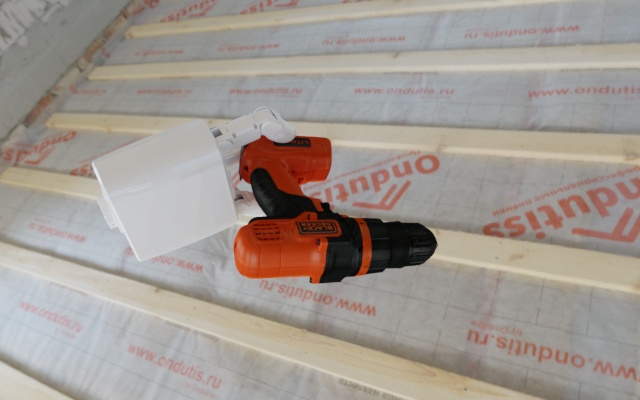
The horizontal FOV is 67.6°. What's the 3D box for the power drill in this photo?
[{"bbox_3d":[0.000,0.001,0.468,0.184,0.057,0.187,1,33,-19],"label":"power drill"}]
